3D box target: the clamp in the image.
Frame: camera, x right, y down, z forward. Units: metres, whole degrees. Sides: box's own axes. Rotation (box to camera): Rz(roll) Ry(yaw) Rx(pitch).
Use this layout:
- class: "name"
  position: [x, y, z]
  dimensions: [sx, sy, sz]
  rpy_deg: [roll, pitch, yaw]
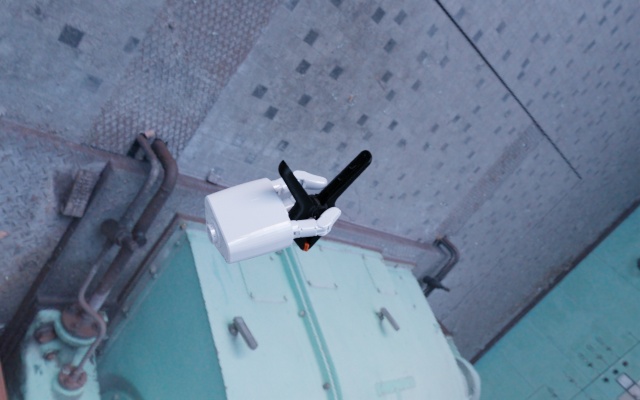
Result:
- class: "clamp"
  position: [0.000, 0.004, 0.795]
  dimensions: [0.164, 0.210, 0.036]
  rpy_deg: [-14, 48, -24]
